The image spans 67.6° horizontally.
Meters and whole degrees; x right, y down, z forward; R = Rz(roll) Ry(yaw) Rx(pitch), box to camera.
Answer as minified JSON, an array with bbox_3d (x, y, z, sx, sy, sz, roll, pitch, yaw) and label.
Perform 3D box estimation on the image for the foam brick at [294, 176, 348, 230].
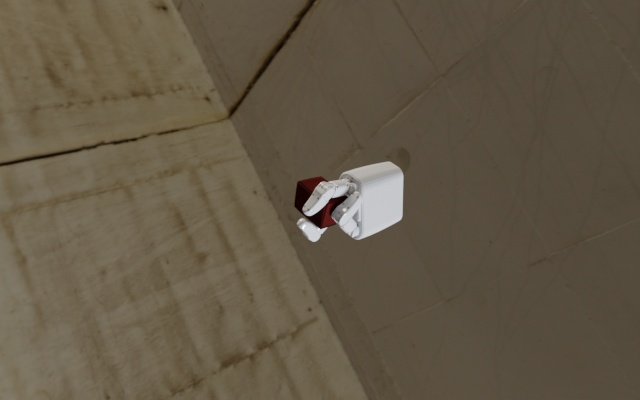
[{"bbox_3d":[0.000,0.002,0.805,0.051,0.053,0.078,-17,43,-37],"label":"foam brick"}]
